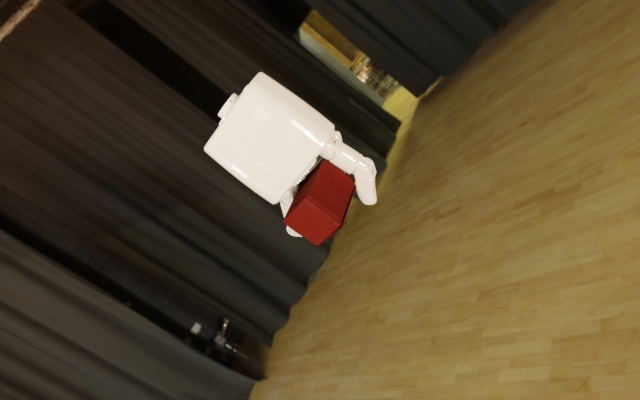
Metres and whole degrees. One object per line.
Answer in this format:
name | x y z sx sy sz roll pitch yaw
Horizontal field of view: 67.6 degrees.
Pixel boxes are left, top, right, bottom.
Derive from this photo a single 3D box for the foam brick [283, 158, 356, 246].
foam brick | 0.000 0.002 0.545 0.051 0.078 0.053 36 -49 -12
